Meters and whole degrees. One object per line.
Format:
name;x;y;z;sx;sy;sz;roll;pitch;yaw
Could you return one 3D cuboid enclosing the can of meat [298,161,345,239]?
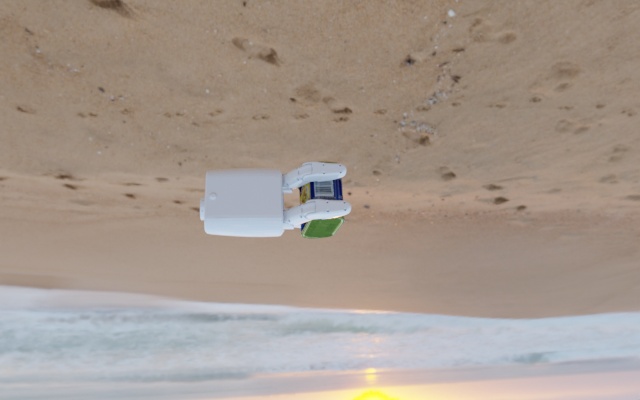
can of meat;0.000;0.003;0.701;0.057;0.084;0.102;2;-23;-11
